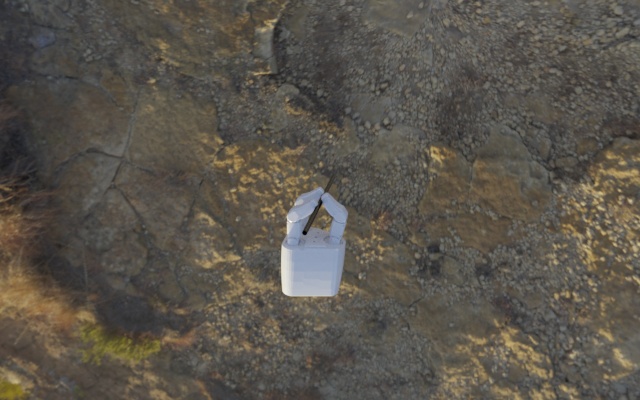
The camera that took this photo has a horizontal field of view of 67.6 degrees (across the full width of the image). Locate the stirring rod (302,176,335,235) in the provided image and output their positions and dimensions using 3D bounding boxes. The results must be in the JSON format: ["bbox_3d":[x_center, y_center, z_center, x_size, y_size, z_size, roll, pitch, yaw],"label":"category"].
[{"bbox_3d":[0.000,0.003,0.838,0.011,0.011,0.239,0,23,13],"label":"stirring rod"}]
